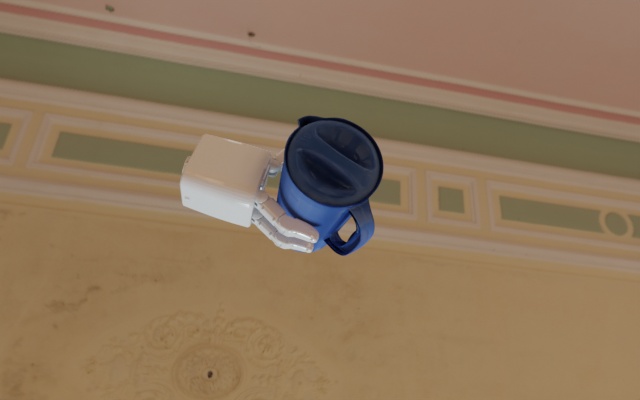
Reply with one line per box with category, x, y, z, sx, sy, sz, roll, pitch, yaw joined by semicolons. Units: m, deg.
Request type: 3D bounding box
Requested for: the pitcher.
pitcher;0.000;0.002;0.716;0.145;0.149;0.243;18;-26;-4
